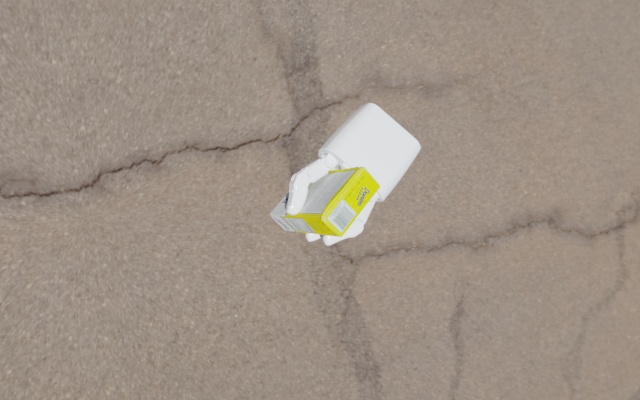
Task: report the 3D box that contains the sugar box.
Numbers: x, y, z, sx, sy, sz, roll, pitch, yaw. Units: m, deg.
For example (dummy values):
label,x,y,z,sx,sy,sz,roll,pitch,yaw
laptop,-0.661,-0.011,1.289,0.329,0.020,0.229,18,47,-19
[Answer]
label,x,y,z,sx,sy,sz,roll,pitch,yaw
sugar box,0.001,0.003,0.688,0.048,0.093,0.176,46,-19,-17
